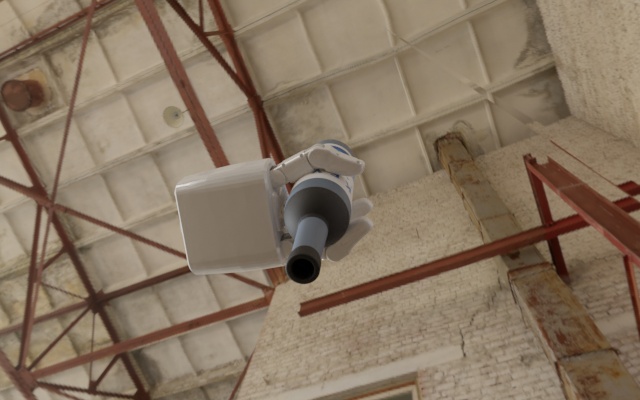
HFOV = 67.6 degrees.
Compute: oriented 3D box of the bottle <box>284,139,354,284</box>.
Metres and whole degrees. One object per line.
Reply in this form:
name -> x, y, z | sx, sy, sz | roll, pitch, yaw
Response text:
bottle -> 0.000, 0.002, 0.509 | 0.069, 0.069, 0.295 | 0, 21, 6
